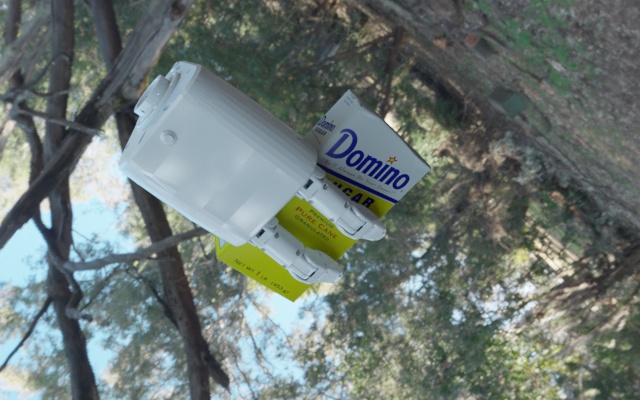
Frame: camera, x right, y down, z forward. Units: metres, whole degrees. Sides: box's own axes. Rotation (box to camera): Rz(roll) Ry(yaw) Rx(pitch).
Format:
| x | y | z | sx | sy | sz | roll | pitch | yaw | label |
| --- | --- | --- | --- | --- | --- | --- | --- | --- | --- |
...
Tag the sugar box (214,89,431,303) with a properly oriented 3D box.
| x | y | z | sx | sy | sz | roll | pitch | yaw | label |
| --- | --- | --- | --- | --- | --- | --- | --- | --- | --- |
| 0.000 | 0.002 | 0.414 | 0.093 | 0.176 | 0.048 | 36 | 17 | -30 | sugar box |
